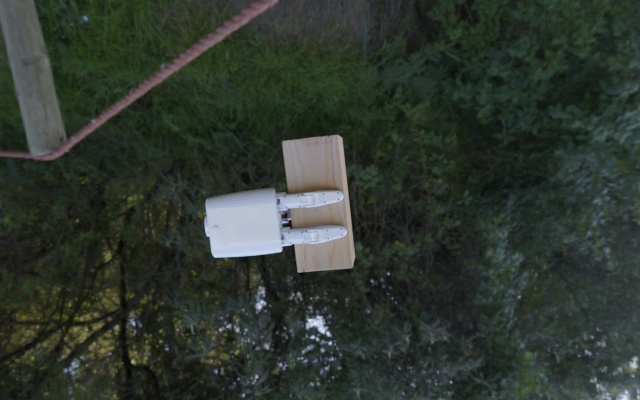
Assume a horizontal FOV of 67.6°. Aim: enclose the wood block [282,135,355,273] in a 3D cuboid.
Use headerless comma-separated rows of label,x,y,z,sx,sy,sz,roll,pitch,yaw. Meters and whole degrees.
wood block,0.000,0.003,0.776,0.090,0.206,0.091,-6,5,7
